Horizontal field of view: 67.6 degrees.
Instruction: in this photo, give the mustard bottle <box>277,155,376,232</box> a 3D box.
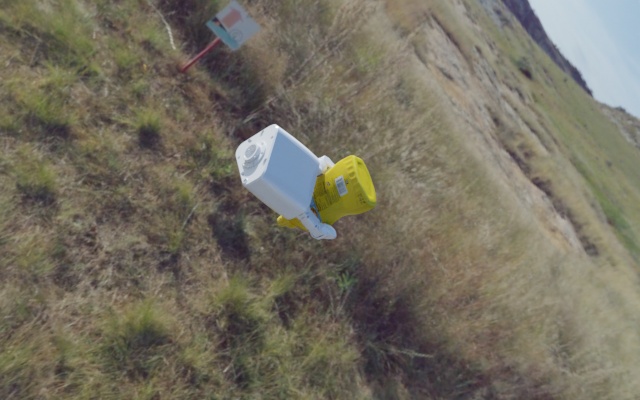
[{"bbox_3d":[0.001,0.003,0.844,0.192,0.096,0.058,-27,-20,27],"label":"mustard bottle"}]
